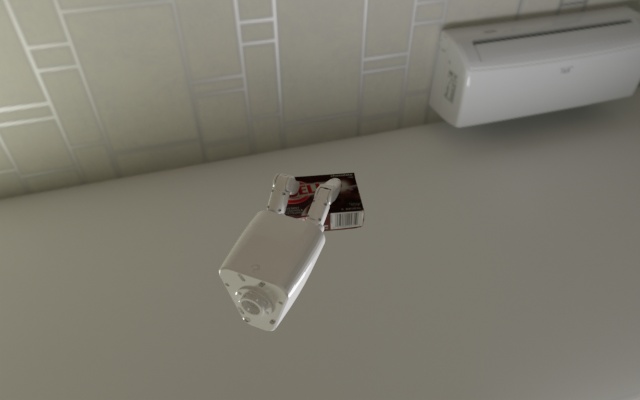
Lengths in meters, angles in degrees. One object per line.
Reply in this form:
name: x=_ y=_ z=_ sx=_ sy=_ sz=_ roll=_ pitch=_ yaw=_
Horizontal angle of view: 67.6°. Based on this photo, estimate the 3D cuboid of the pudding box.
pudding box: x=0.000 y=0.002 z=0.683 sx=0.113 sy=0.039 sz=0.090 roll=-3 pitch=40 yaw=-5
